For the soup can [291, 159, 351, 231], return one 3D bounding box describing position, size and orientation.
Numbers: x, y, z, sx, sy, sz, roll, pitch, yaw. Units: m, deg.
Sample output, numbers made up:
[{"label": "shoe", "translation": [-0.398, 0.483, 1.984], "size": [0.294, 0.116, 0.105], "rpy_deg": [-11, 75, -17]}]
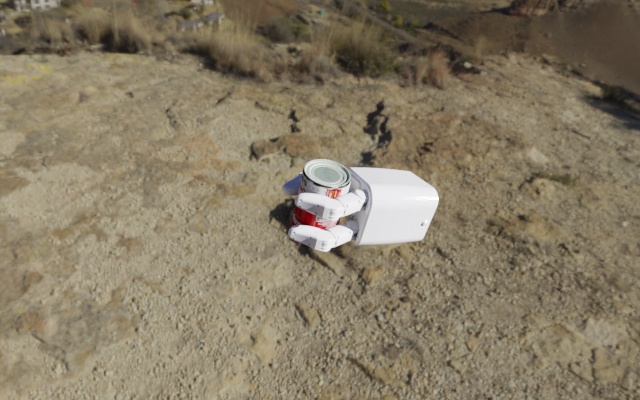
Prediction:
[{"label": "soup can", "translation": [0.000, 0.002, 0.666], "size": [0.068, 0.102, 0.068], "rpy_deg": [9, 36, -7]}]
